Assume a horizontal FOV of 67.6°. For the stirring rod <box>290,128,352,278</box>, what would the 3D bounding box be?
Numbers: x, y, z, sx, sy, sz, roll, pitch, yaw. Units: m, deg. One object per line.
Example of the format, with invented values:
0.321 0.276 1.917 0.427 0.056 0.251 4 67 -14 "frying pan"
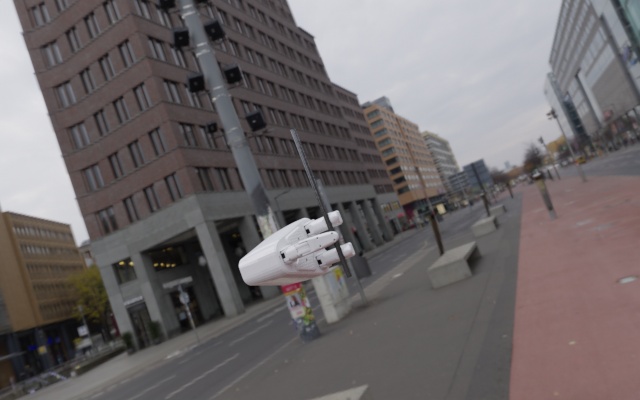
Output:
0.000 0.002 0.722 0.011 0.239 0.011 -21 -6 -2 "stirring rod"
